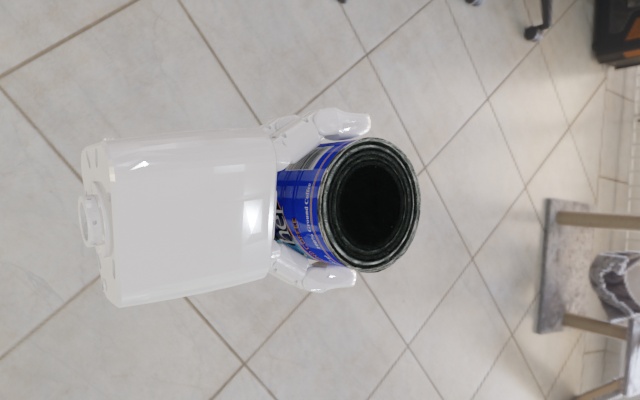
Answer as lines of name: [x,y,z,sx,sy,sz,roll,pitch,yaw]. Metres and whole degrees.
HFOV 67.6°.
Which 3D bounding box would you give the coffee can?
coffee can: [0.000,0.001,0.414,0.103,0.103,0.140,0,2,-36]
